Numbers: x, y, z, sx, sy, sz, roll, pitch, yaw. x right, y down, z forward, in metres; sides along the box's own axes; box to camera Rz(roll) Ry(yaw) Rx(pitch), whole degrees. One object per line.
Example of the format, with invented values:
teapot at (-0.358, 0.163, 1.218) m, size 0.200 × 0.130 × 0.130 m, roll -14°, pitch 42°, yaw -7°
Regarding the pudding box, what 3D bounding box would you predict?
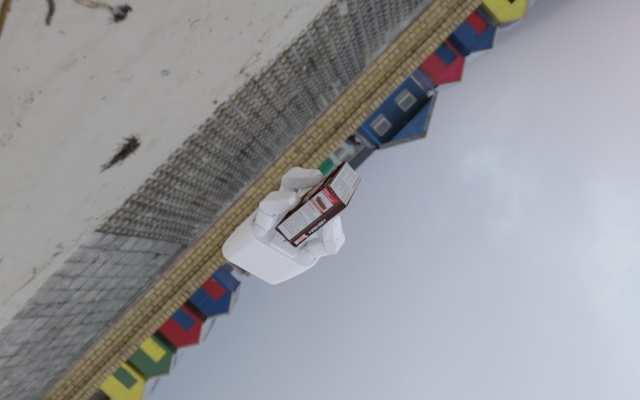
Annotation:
pudding box at (0.000, 0.002, 0.597) m, size 0.090 × 0.039 × 0.113 m, roll -40°, pitch 8°, yaw 22°
